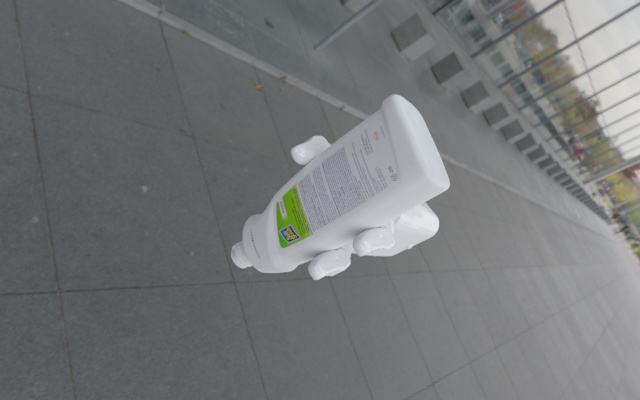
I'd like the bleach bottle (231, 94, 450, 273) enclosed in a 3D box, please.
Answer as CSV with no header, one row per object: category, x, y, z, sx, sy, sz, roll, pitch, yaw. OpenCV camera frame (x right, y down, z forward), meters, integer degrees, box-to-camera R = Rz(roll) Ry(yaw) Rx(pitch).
bleach bottle,0.000,0.002,0.496,0.251,0.102,0.068,-30,-28,28
